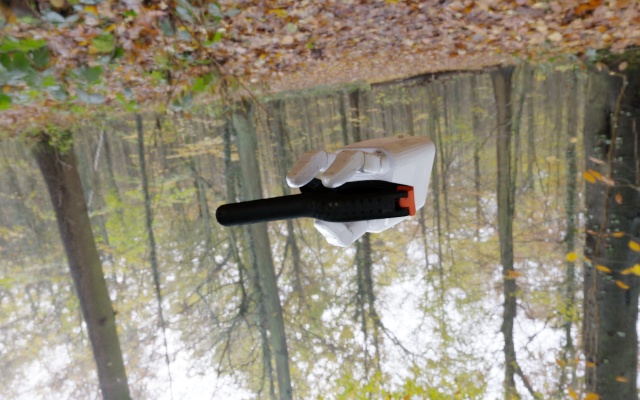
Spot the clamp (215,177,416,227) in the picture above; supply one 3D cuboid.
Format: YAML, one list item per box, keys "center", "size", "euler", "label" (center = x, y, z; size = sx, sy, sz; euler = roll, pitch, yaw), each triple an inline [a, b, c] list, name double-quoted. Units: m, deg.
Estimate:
- center: [0.001, 0.002, 0.523]
  size: [0.210, 0.036, 0.164]
  euler: [4, 19, 42]
  label: "clamp"
